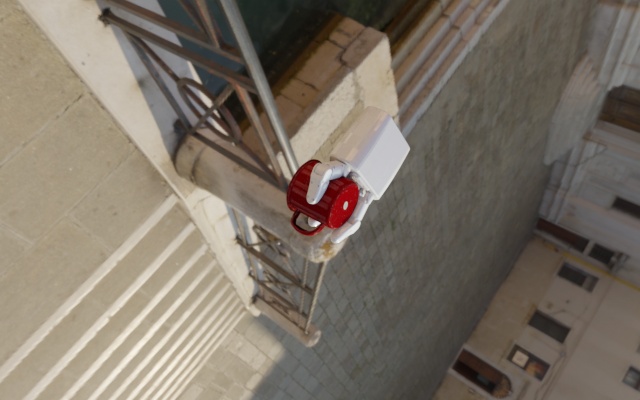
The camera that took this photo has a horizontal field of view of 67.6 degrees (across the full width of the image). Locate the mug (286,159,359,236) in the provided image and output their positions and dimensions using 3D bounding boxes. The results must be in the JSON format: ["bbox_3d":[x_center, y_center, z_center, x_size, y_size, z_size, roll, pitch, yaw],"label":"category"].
[{"bbox_3d":[-0.001,0.004,0.748,0.081,0.117,0.093,28,-13,28],"label":"mug"}]
